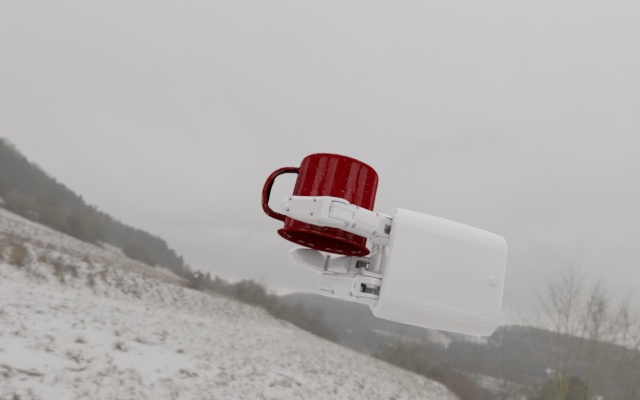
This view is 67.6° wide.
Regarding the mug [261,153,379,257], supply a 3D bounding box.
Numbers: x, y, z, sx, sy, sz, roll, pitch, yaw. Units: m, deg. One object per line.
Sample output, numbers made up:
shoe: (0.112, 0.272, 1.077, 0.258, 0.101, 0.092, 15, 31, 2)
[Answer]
mug: (-0.001, 0.001, 0.474, 0.117, 0.081, 0.093, 14, -15, -3)
